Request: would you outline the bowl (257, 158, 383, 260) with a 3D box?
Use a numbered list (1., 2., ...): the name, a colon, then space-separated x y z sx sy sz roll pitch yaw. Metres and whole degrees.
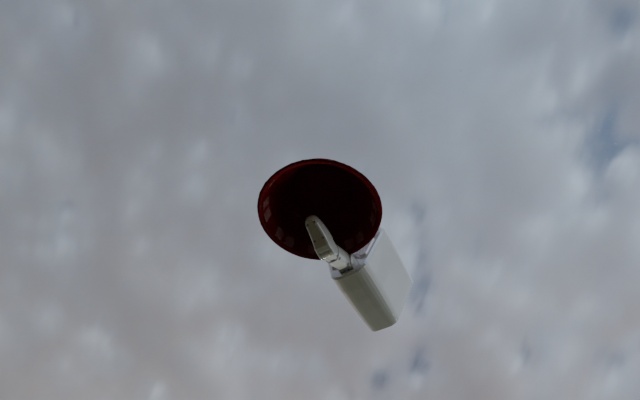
1. bowl: 0.000 0.001 0.634 0.162 0.162 0.055 0 36 4
